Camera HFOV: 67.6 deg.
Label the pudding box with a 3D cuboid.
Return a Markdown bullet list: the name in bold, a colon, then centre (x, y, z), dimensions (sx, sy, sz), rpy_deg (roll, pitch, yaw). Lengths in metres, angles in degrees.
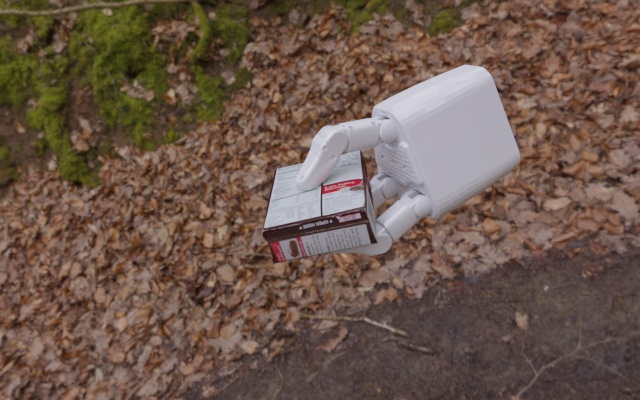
- **pudding box**: centre (0.000, 0.001, 0.427), dimensions (0.090, 0.039, 0.113), rpy_deg (-13, 28, 9)
